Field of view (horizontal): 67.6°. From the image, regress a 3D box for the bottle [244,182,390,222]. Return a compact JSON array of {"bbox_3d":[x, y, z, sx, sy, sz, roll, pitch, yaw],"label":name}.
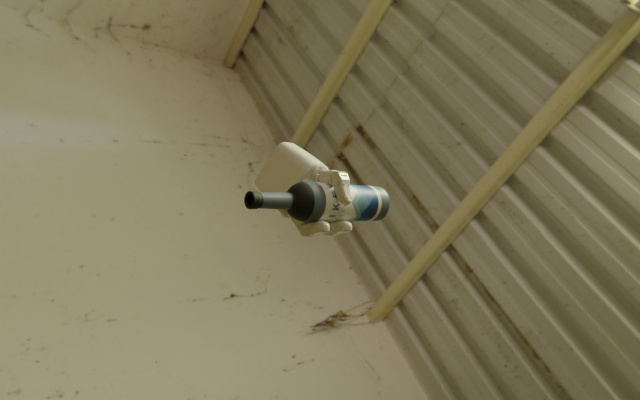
[{"bbox_3d":[0.000,0.003,0.814,0.296,0.069,0.069,2,-1,-43],"label":"bottle"}]
